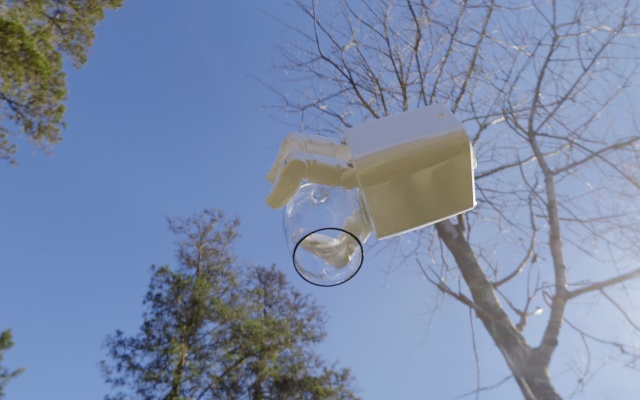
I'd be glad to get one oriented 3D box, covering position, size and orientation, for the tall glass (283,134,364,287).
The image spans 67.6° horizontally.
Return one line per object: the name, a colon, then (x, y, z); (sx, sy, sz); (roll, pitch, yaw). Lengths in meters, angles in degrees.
tall glass: (0.000, 0.001, 0.493); (0.079, 0.079, 0.201); (0, 29, -4)
